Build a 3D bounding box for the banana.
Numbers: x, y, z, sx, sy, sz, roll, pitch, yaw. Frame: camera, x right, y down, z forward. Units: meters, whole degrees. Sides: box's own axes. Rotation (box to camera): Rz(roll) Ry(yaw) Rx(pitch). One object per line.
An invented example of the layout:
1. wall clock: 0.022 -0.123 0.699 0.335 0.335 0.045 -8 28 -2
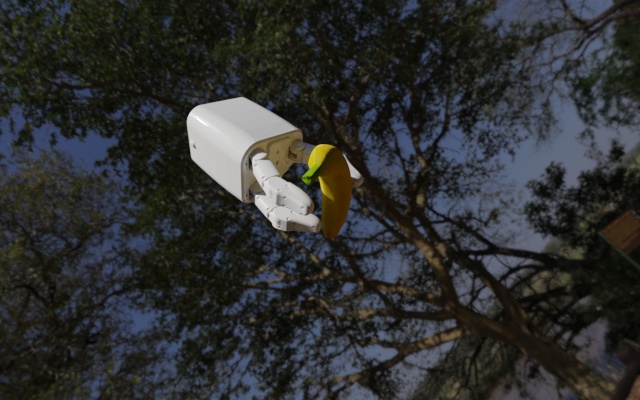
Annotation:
1. banana: 0.010 -0.014 0.562 0.037 0.069 0.198 30 -14 20
